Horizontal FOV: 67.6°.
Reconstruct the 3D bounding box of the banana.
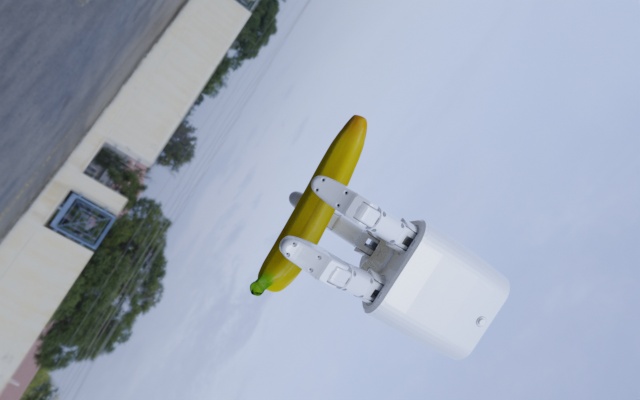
[{"bbox_3d":[-0.006,0.010,0.449,0.037,0.197,0.070,30,-21,-3],"label":"banana"}]
